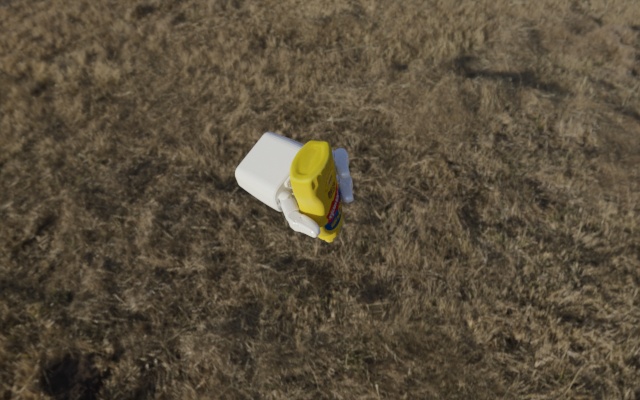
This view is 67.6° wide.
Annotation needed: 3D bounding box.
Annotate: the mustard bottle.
[{"bbox_3d":[0.000,0.002,0.779,0.058,0.096,0.192,7,-41,19],"label":"mustard bottle"}]
